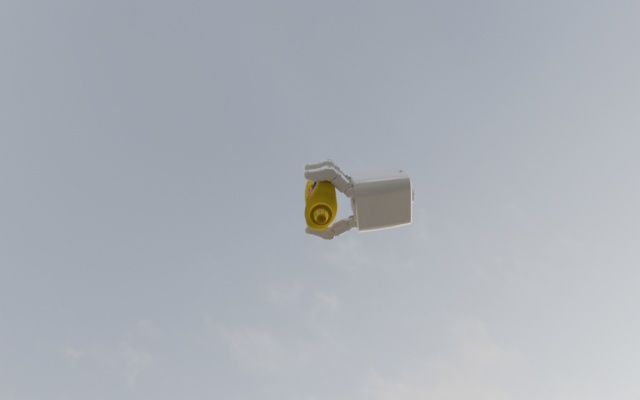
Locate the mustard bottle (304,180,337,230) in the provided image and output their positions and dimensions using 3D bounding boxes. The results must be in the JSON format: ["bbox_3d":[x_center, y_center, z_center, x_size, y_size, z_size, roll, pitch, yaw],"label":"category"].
[{"bbox_3d":[0.000,0.003,0.899,0.058,0.096,0.191,15,17,-6],"label":"mustard bottle"}]
